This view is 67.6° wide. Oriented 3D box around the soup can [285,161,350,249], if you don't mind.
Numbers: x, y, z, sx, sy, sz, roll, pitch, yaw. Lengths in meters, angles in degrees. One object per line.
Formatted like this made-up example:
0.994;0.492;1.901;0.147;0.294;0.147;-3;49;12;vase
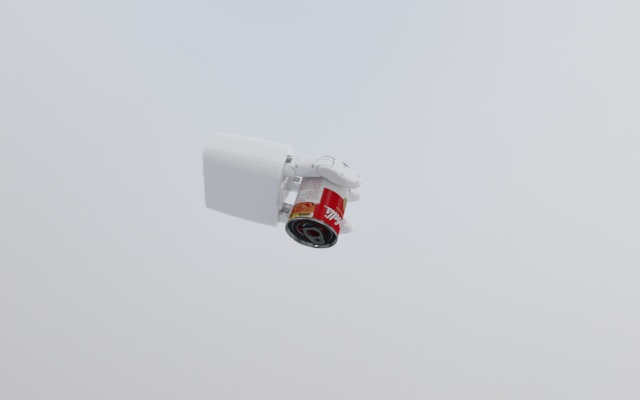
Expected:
0.001;0.002;0.621;0.068;0.102;0.069;11;-34;8;soup can
